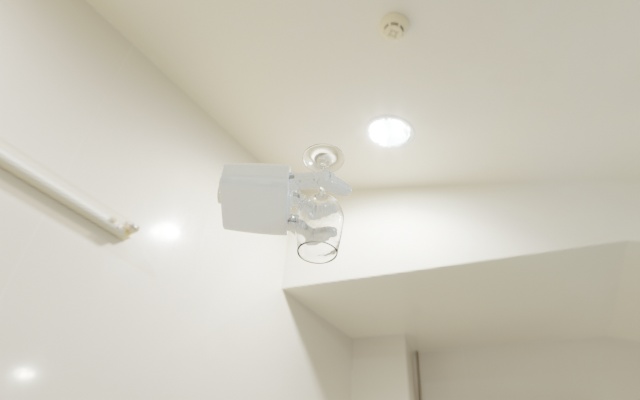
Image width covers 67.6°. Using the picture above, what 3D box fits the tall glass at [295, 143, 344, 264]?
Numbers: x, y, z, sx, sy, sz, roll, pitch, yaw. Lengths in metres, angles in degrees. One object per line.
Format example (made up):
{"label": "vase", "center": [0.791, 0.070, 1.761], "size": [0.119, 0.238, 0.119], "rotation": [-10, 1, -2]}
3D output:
{"label": "tall glass", "center": [0.000, 0.002, 0.780], "size": [0.079, 0.200, 0.079], "rotation": [2, -40, 2]}
